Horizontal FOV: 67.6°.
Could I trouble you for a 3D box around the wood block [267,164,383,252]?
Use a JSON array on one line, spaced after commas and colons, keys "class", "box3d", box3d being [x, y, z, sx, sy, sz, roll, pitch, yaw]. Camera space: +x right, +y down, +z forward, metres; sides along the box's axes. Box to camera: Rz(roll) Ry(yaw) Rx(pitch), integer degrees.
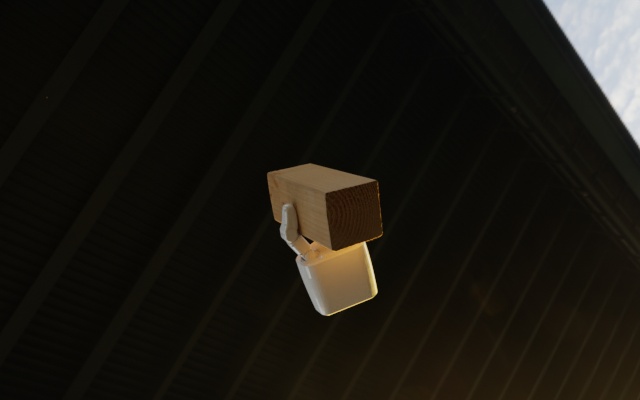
[{"class": "wood block", "box3d": [0.000, 0.003, 0.769, 0.091, 0.090, 0.206, -16, 18, -26]}]
